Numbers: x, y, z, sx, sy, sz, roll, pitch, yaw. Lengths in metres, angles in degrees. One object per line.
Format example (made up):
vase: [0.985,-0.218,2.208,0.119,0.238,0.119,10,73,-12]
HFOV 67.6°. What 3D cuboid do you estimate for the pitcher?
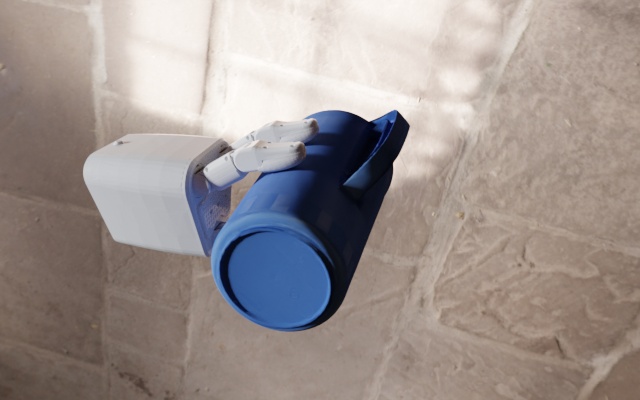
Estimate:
pitcher: [0.000,0.002,0.453,0.145,0.149,0.242,8,27,10]
